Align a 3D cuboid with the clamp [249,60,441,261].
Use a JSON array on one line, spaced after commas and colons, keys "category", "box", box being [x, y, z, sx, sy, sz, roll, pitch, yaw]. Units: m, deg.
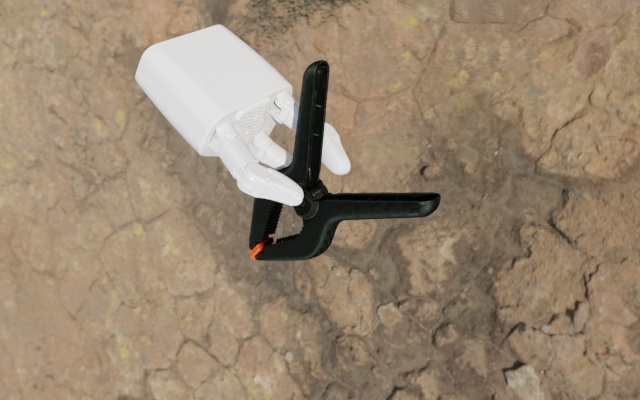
[{"category": "clamp", "box": [-0.001, 0.002, 0.452, 0.036, 0.164, 0.210, -25, -23, -53]}]
